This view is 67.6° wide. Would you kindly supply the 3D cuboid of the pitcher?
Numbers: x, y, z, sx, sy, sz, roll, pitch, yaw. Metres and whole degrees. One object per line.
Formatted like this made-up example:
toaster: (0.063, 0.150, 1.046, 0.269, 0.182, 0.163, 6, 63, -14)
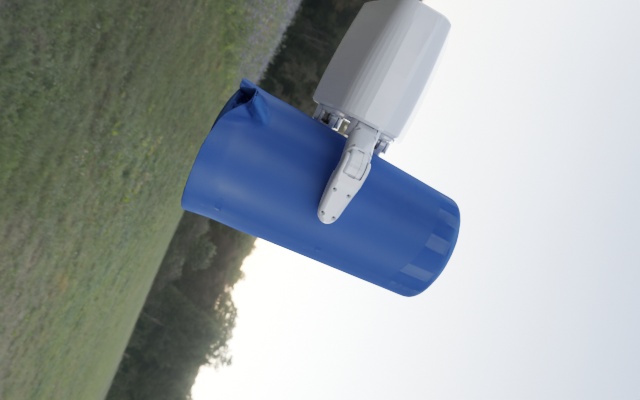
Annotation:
pitcher: (0.000, 0.001, 0.465, 0.243, 0.145, 0.149, 26, 8, -7)
